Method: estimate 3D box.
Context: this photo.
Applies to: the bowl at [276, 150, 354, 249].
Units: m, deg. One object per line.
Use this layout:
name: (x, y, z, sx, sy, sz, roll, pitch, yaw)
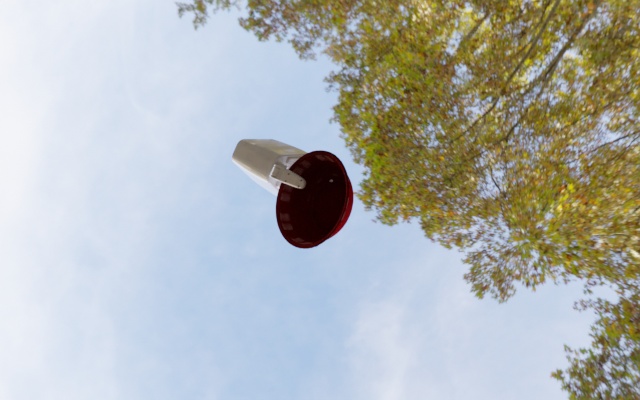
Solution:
bowl: (0.001, 0.003, 0.779, 0.162, 0.162, 0.055, 0, -13, 44)
